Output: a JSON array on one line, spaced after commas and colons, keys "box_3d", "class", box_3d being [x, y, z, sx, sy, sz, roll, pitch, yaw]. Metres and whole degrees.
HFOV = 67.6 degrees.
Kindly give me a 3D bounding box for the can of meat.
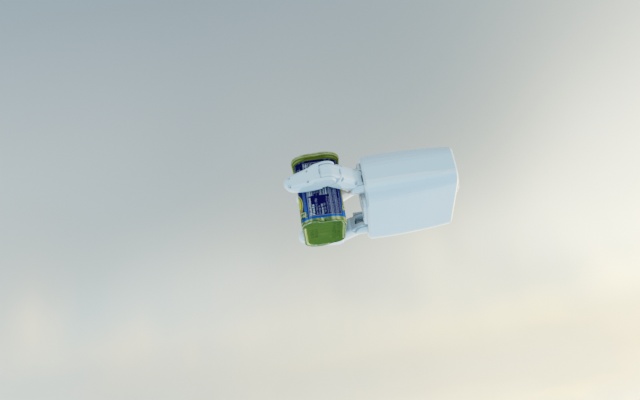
[{"box_3d": [0.000, 0.002, 0.578, 0.057, 0.084, 0.102, -8, -21, -1], "class": "can of meat"}]
